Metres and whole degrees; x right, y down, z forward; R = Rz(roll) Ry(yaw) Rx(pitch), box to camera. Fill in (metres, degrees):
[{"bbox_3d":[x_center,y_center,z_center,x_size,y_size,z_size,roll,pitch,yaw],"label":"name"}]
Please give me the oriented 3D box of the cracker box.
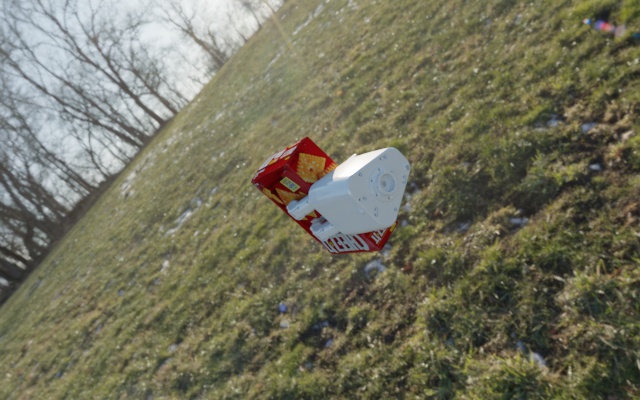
[{"bbox_3d":[0.000,0.002,0.817,0.214,0.072,0.164,43,-24,-17],"label":"cracker box"}]
